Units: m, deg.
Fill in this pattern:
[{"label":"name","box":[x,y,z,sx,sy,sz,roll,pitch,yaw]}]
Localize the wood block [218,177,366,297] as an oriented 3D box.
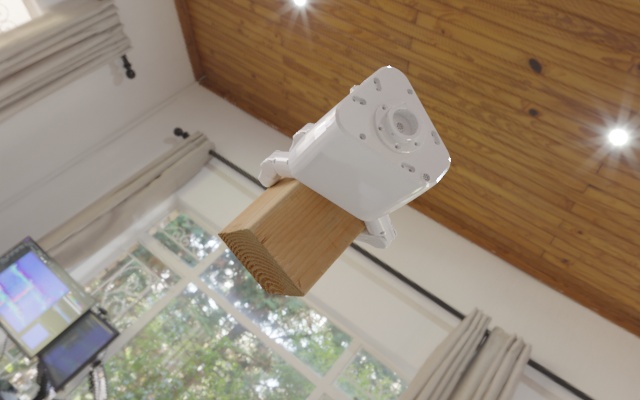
[{"label":"wood block","box":[0.001,0.002,0.537,0.206,0.091,0.090,-45,17,-29]}]
